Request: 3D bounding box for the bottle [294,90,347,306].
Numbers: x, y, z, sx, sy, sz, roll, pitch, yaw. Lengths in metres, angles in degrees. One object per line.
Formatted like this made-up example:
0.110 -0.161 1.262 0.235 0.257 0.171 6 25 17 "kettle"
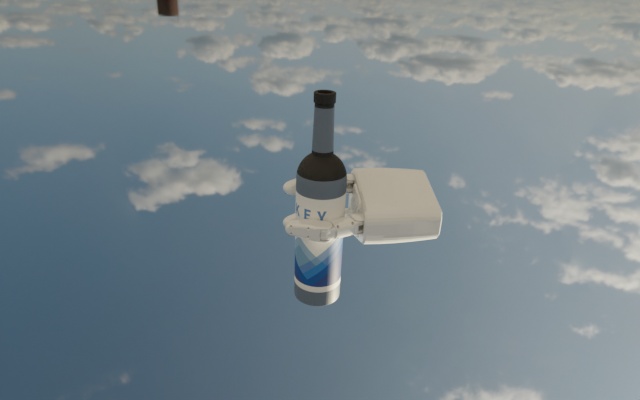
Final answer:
0.000 0.002 0.638 0.069 0.296 0.069 2 25 -1 "bottle"
